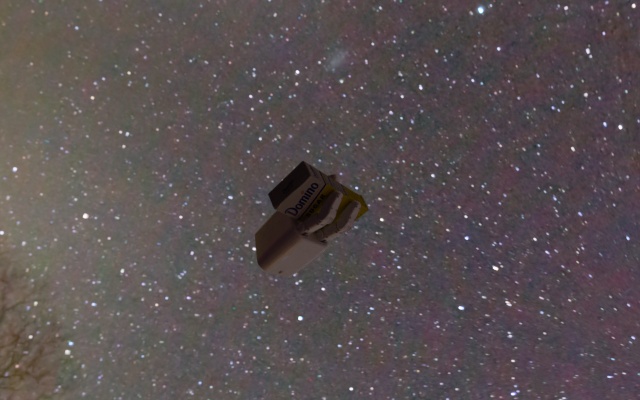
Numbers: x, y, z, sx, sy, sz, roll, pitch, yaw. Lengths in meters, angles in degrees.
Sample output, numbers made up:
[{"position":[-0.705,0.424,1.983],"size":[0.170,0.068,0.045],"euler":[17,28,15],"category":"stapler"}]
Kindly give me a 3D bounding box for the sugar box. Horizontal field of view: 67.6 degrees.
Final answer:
[{"position":[0.000,0.003,0.867],"size":[0.093,0.048,0.176],"euler":[-42,-39,20],"category":"sugar box"}]
